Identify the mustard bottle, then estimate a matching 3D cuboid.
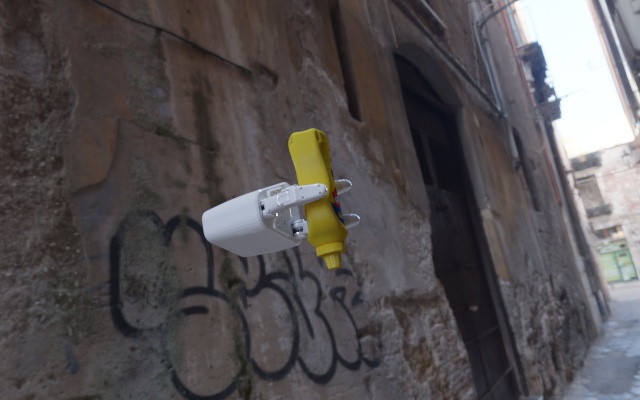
[{"bbox_3d":[0.000,0.002,0.676,0.058,0.191,0.096,-12,-13,4],"label":"mustard bottle"}]
